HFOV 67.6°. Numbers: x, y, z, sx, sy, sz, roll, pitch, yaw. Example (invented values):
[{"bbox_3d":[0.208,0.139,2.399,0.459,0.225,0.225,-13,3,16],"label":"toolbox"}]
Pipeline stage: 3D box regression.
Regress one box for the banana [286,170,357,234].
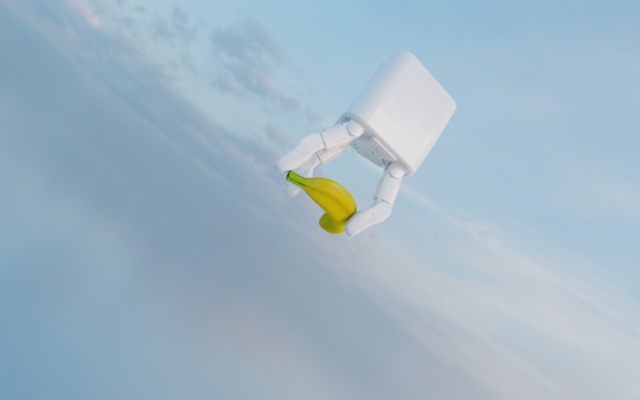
[{"bbox_3d":[0.015,0.009,0.595,0.069,0.037,0.198,29,-12,19],"label":"banana"}]
